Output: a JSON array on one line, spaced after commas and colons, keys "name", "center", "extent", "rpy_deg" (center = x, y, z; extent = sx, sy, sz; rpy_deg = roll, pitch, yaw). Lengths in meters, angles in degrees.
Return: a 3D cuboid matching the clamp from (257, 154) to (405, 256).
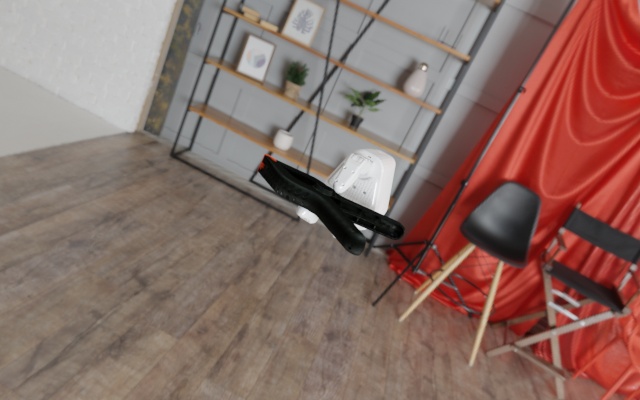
[{"name": "clamp", "center": [0.000, 0.001, 0.603], "extent": [0.210, 0.036, 0.164], "rpy_deg": [31, 14, 14]}]
